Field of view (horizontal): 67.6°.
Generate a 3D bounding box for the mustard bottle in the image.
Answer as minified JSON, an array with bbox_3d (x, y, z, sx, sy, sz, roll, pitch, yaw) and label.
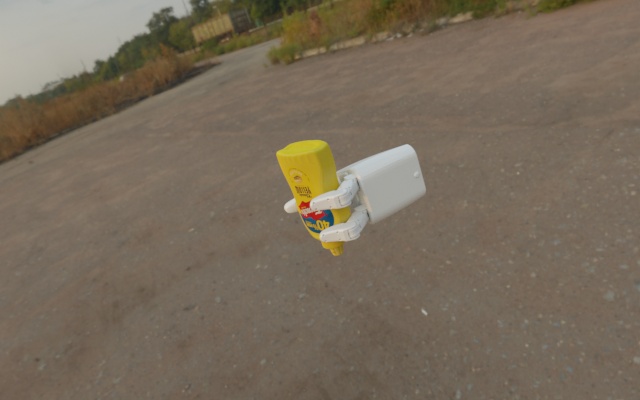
[{"bbox_3d":[0.000,0.002,0.752,0.096,0.192,0.058,4,31,46],"label":"mustard bottle"}]
